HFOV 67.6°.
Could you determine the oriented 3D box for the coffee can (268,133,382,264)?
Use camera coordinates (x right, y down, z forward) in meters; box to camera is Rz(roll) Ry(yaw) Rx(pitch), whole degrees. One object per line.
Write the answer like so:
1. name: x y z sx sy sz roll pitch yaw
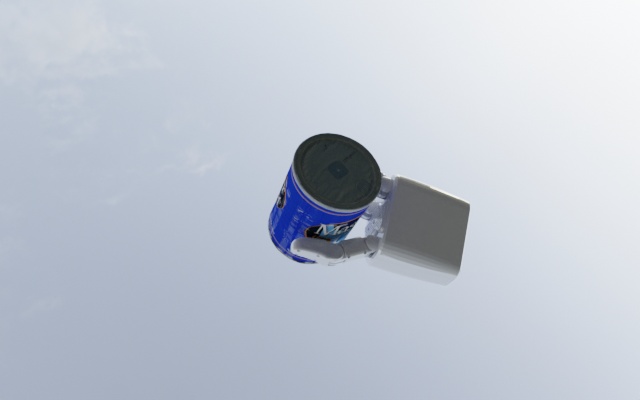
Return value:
1. coffee can: 0.000 0.002 0.578 0.103 0.102 0.140 0 -31 -20
